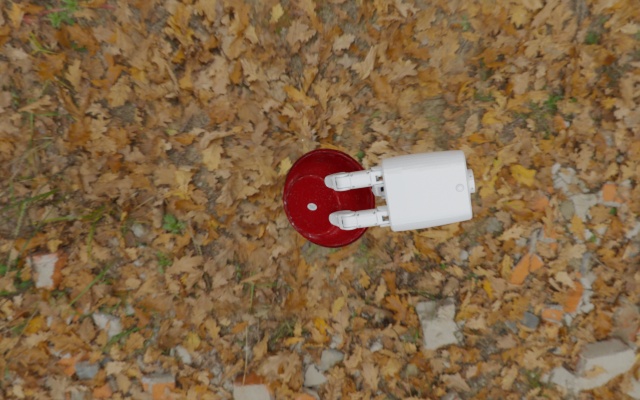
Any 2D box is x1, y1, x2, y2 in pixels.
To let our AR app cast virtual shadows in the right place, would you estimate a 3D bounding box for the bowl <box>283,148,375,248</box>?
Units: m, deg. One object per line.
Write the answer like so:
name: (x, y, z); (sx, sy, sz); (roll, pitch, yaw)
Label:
bowl: (-0.001, 0.003, 0.738); (0.162, 0.162, 0.055); (0, 11, 27)
